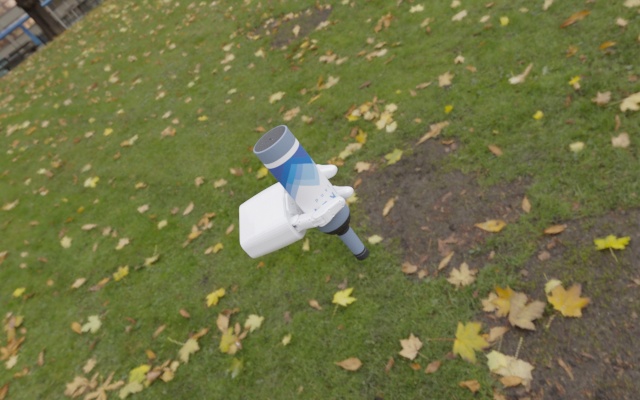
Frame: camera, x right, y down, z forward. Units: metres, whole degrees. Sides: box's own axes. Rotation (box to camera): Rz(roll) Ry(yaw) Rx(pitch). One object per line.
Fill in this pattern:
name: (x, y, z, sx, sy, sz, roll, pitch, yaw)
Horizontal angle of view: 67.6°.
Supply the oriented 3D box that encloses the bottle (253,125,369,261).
bottle: (0.000, 0.003, 0.829, 0.069, 0.069, 0.296, 0, -43, 49)
